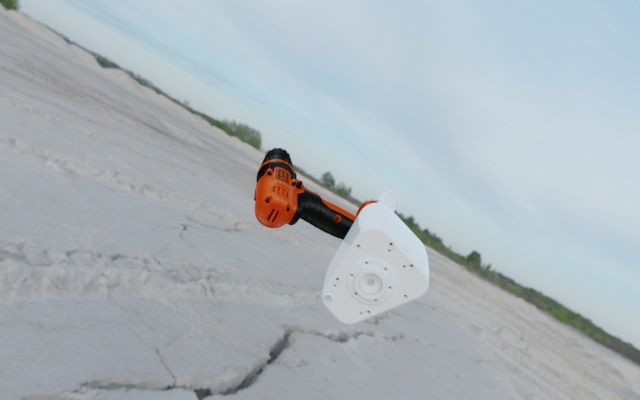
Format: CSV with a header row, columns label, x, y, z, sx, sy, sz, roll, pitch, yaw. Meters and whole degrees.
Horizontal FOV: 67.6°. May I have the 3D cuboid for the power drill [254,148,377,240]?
label,x,y,z,sx,sy,sz,roll,pitch,yaw
power drill,0.001,0.002,0.652,0.188,0.057,0.184,22,26,-13
